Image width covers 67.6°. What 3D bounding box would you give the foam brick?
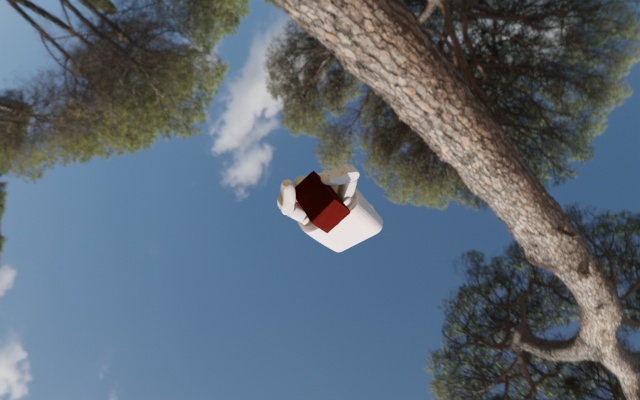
[{"bbox_3d":[0.000,0.003,0.743,0.051,0.053,0.078,40,11,-47],"label":"foam brick"}]
